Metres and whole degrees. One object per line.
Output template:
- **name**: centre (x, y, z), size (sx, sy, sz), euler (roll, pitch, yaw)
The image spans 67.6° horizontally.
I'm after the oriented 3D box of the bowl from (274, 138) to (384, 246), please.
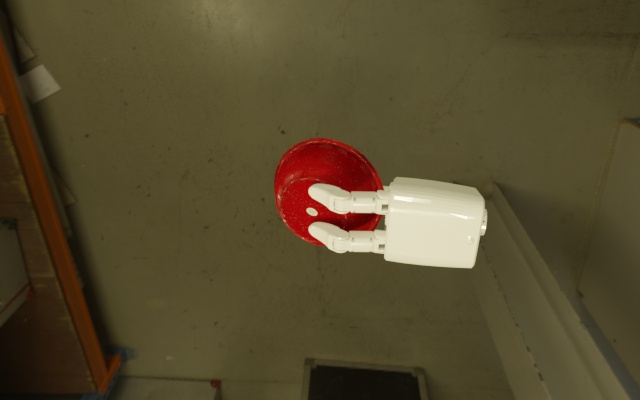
- **bowl**: centre (-0.001, 0.002, 0.632), size (0.162, 0.162, 0.055), euler (0, 25, 24)
